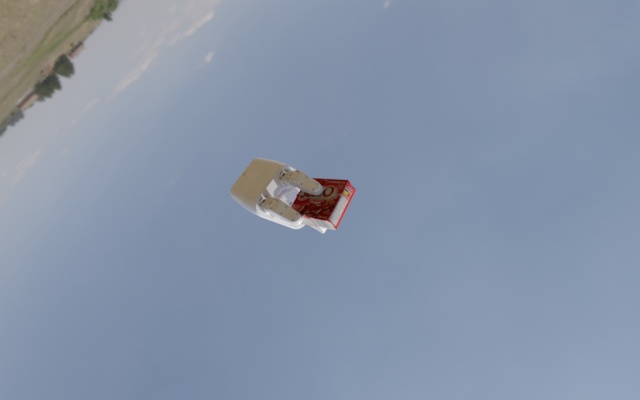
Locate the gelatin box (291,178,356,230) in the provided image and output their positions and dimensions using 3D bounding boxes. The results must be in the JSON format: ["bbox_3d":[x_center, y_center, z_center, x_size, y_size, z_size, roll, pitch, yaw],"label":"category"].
[{"bbox_3d":[0.001,0.003,0.728,0.089,0.073,0.030,7,-30,43],"label":"gelatin box"}]
